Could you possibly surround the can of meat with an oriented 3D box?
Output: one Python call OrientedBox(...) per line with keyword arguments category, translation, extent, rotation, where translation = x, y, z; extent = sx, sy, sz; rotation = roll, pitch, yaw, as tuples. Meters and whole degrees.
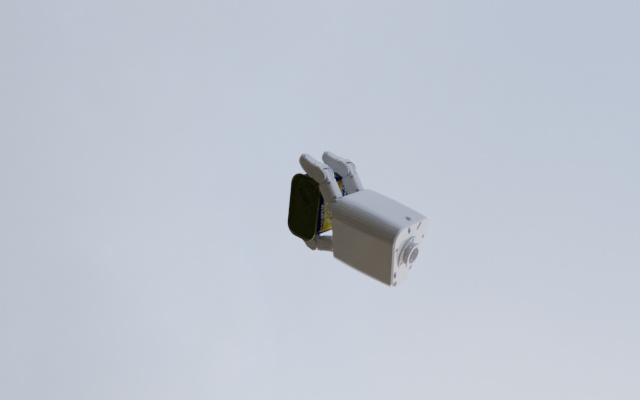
OrientedBox(category="can of meat", translation=(0.000, 0.002, 0.746), extent=(0.057, 0.102, 0.084), rotation=(23, 26, 36))
